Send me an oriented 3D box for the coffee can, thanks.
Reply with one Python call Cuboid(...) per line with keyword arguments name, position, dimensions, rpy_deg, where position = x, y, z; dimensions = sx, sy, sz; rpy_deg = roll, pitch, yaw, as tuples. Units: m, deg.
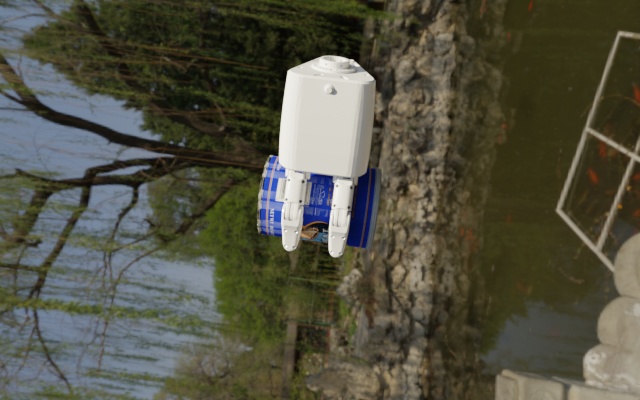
Cuboid(name="coffee can", position=(0.000, 0.002, 0.602), dimensions=(0.140, 0.103, 0.103), rpy_deg=(7, 0, 3))
